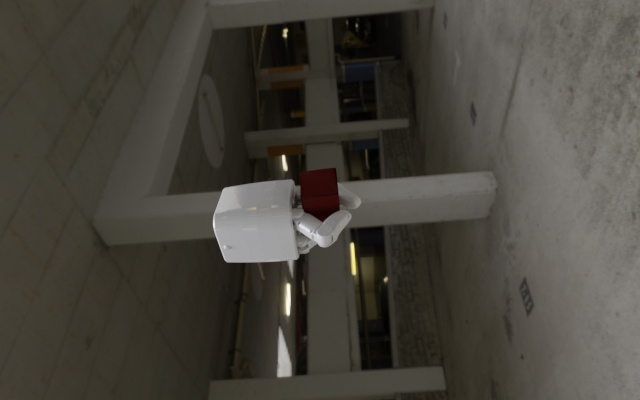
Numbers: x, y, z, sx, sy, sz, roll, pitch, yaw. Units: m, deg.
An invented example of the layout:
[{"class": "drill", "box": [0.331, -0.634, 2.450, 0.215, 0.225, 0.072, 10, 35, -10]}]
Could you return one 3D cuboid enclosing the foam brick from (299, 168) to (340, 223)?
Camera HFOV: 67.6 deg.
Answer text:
[{"class": "foam brick", "box": [0.000, 0.002, 0.662, 0.051, 0.053, 0.078, -5, -45, 1]}]
